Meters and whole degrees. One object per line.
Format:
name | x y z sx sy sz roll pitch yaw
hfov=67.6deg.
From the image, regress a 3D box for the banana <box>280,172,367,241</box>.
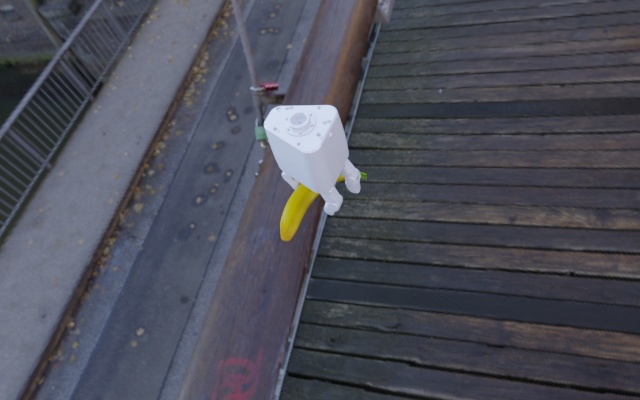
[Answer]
banana | -0.009 -0.011 0.856 0.198 0.069 0.037 -39 -24 -14
